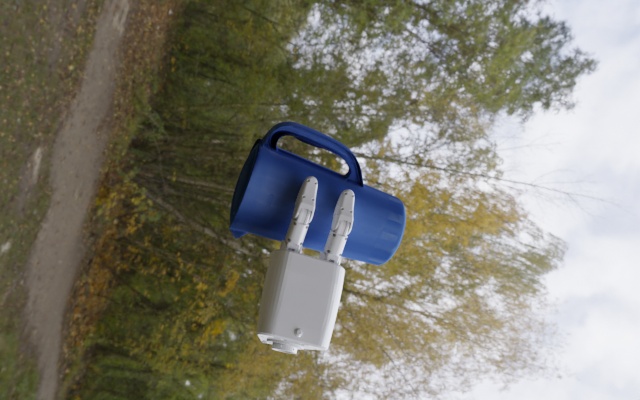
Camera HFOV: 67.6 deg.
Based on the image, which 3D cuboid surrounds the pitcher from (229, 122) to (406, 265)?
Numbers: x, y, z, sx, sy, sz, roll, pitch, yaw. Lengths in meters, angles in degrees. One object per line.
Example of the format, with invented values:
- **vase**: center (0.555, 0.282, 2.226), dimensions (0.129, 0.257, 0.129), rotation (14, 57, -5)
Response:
- **pitcher**: center (0.000, 0.002, 0.689), dimensions (0.243, 0.145, 0.149), rotation (18, -26, -15)
